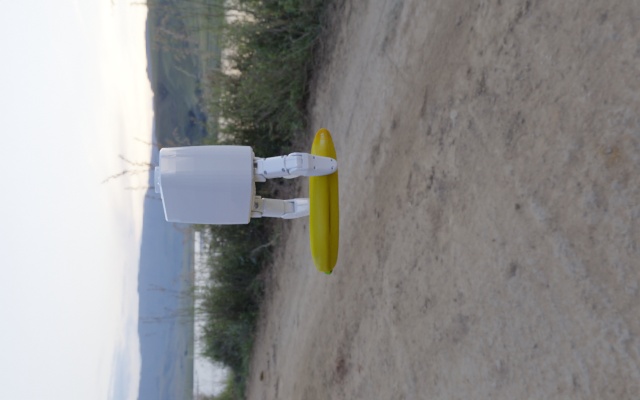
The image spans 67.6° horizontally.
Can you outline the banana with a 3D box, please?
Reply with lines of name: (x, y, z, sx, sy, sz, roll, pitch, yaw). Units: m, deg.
banana: (0.003, 0.008, 0.606, 0.037, 0.198, 0.069, -2, 10, -8)
